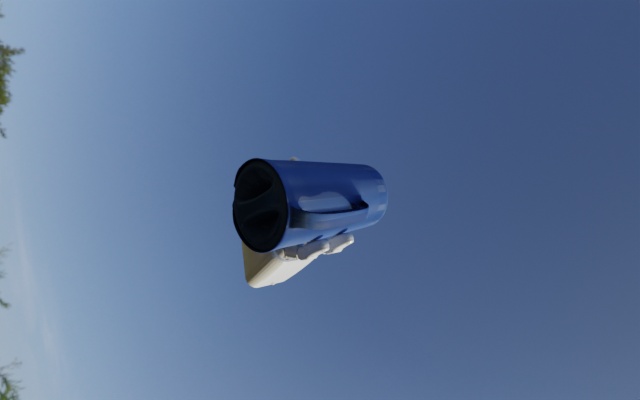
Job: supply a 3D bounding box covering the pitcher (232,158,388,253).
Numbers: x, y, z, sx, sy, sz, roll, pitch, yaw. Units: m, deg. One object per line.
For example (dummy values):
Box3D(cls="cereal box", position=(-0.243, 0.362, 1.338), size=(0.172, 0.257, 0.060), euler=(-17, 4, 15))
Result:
Box3D(cls="pitcher", position=(0.000, 0.002, 0.738), size=(0.243, 0.149, 0.145), euler=(-6, -30, -44))
